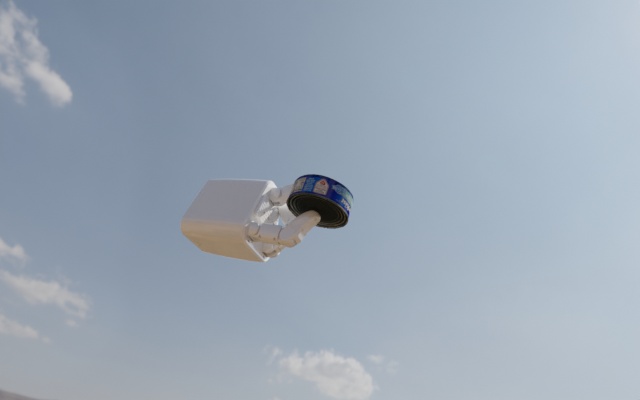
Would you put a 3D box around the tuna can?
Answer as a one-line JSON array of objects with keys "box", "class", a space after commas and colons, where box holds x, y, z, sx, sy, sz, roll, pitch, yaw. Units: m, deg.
[{"box": [0.000, 0.002, 0.637, 0.086, 0.033, 0.086, 15, -28, 8], "class": "tuna can"}]
